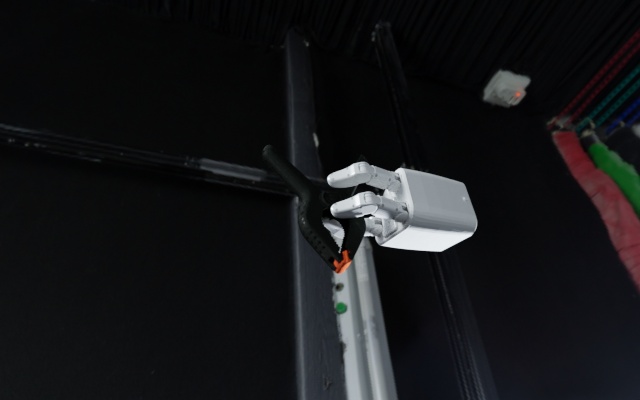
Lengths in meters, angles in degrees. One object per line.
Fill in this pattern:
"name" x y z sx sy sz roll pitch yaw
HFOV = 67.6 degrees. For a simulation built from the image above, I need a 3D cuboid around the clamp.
"clamp" 0.000 0.003 0.658 0.164 0.209 0.036 8 -42 -16
